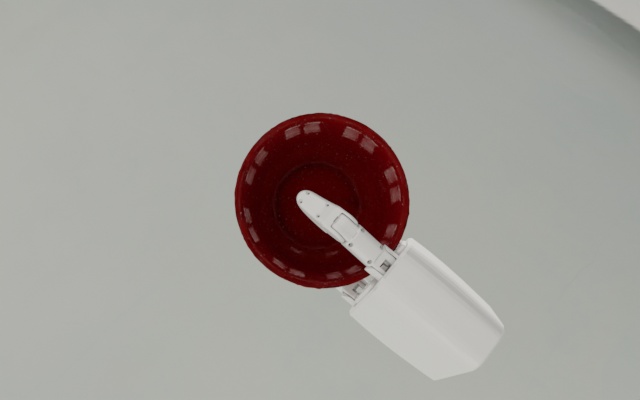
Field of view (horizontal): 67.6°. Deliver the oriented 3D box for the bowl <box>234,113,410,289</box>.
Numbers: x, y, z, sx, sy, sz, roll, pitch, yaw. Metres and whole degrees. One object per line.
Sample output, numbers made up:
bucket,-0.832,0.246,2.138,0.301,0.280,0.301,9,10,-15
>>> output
bowl,-0.001,0.000,0.460,0.162,0.162,0.055,0,-6,-7
